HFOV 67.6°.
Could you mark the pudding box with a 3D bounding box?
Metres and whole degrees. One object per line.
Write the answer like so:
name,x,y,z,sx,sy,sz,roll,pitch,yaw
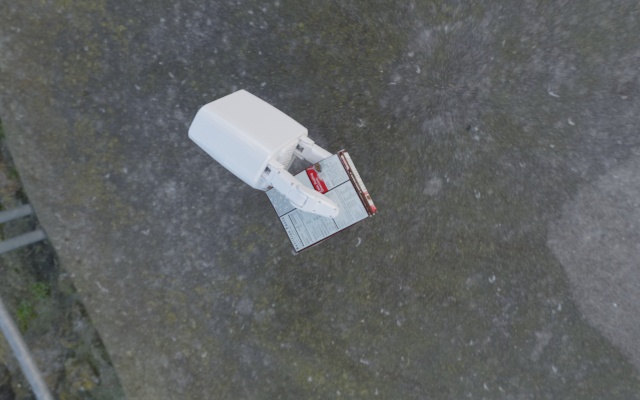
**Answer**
pudding box,0.000,0.002,0.590,0.113,0.090,0.039,-28,-1,22
